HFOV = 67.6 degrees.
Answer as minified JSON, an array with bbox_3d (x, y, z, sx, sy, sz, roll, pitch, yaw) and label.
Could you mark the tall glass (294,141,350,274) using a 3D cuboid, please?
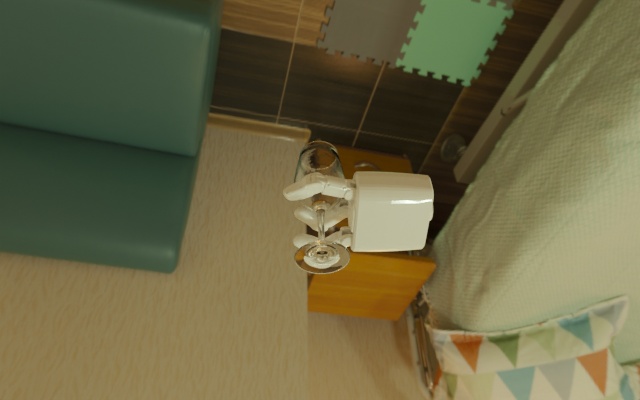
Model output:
[{"bbox_3d":[0.000,0.003,0.694,0.079,0.200,0.079,-1,-42,-1],"label":"tall glass"}]
